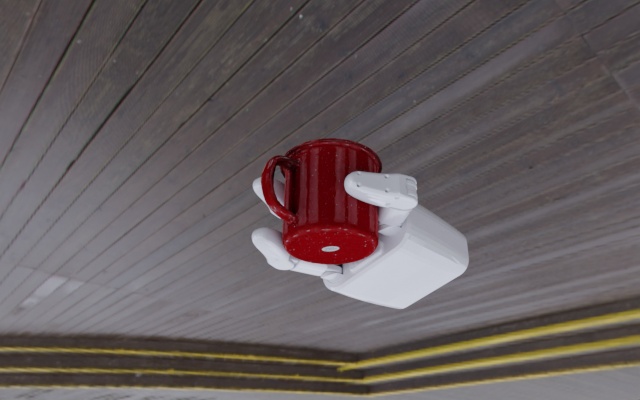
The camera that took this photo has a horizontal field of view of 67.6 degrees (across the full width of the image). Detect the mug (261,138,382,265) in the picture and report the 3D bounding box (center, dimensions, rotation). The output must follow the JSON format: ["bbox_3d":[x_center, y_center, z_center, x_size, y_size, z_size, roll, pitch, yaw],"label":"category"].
[{"bbox_3d":[-0.001,0.001,0.411,0.117,0.081,0.093,24,-36,-36],"label":"mug"}]
